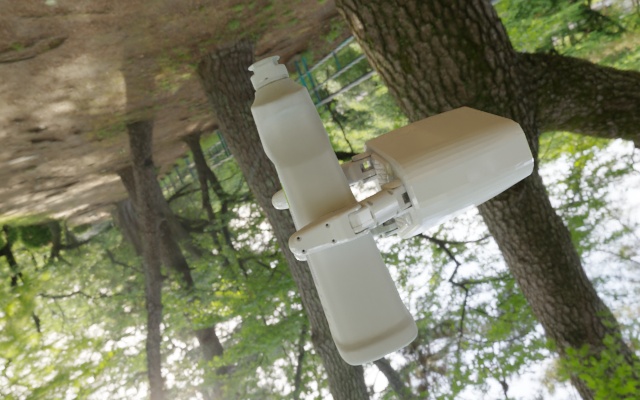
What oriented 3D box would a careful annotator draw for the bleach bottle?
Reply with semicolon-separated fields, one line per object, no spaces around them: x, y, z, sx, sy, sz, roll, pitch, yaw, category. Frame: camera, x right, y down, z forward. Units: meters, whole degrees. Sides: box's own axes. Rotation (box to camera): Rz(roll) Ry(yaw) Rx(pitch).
0.000;0.001;0.403;0.068;0.251;0.102;-22;6;-5;bleach bottle
